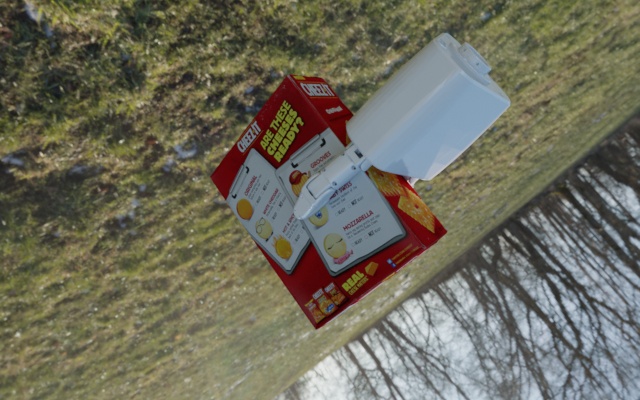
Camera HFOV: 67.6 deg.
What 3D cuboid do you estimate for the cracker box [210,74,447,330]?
[{"bbox_3d":[0.000,0.002,0.508,0.164,0.213,0.072,-45,-15,32],"label":"cracker box"}]
